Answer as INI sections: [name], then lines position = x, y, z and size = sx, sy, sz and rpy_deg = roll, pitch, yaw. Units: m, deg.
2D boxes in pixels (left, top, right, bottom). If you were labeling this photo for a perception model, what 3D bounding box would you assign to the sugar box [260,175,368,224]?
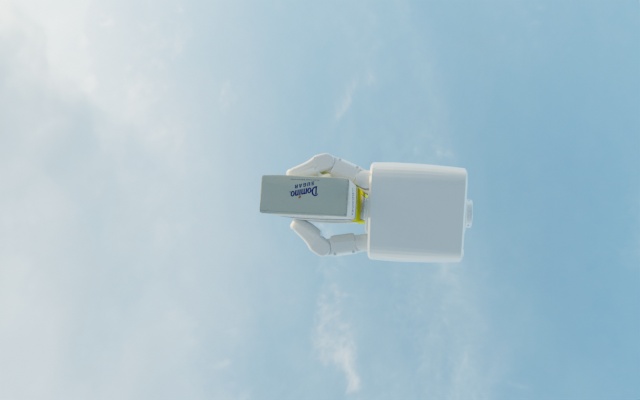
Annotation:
[sugar box]
position = 0.000, 0.001, 0.559
size = 0.093, 0.048, 0.176
rpy_deg = 2, -7, 11
